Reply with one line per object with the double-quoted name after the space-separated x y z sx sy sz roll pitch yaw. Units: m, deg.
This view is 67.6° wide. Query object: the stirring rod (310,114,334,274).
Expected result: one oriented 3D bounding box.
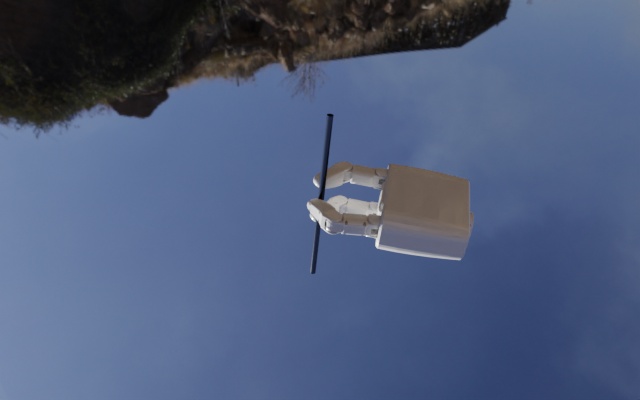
0.000 0.002 0.613 0.011 0.240 0.011 4 33 -3 "stirring rod"
